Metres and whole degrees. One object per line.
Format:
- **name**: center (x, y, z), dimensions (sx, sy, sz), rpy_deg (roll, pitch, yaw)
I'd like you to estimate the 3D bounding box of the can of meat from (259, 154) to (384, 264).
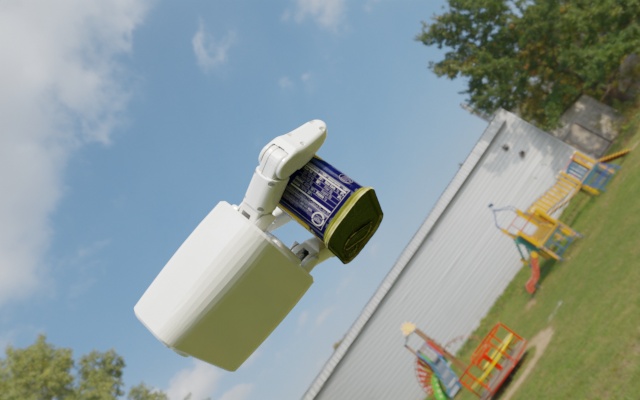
- **can of meat**: center (0.000, 0.001, 0.405), dimensions (0.084, 0.057, 0.102), rpy_deg (36, -6, 21)
